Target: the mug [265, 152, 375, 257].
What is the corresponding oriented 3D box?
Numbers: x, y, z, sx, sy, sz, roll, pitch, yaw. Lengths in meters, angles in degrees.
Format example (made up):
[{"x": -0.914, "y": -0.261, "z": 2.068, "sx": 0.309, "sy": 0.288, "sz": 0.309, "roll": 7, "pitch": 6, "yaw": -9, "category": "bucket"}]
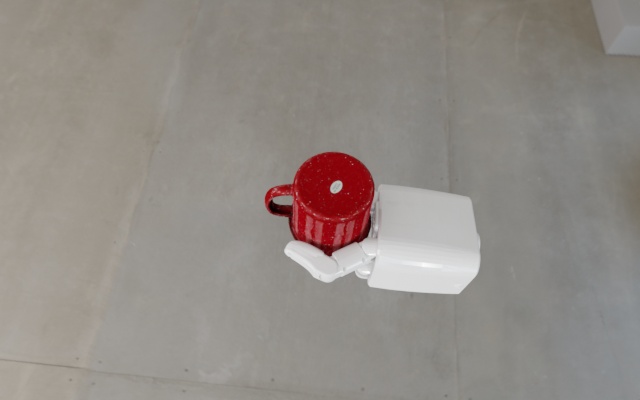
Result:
[{"x": -0.001, "y": 0.001, "z": 0.499, "sx": 0.117, "sy": 0.093, "sz": 0.081, "roll": 5, "pitch": -28, "yaw": 1, "category": "mug"}]
